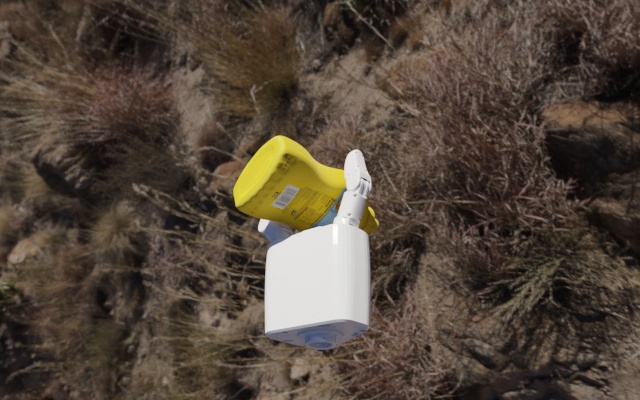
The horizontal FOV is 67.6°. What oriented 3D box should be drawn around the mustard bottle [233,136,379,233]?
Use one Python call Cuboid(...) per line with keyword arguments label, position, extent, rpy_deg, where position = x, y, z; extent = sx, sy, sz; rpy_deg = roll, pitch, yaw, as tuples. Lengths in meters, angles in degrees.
Cuboid(label="mustard bottle", position=(0.000, 0.002, 0.571), extent=(0.192, 0.096, 0.058), rpy_deg=(25, 27, -35))
